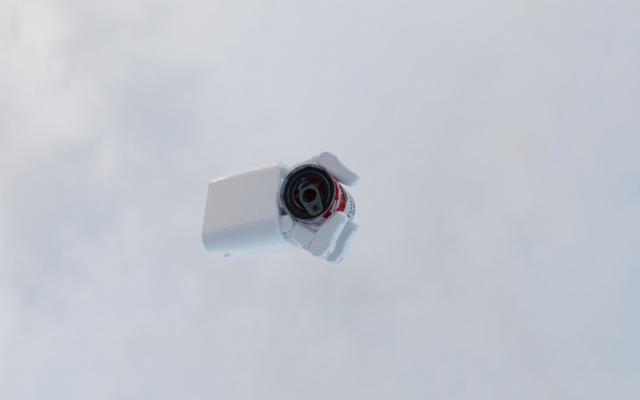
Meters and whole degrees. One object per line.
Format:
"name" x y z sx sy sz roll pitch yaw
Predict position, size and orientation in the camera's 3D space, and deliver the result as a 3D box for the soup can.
"soup can" 0.001 0.002 0.598 0.068 0.068 0.102 0 -13 19
